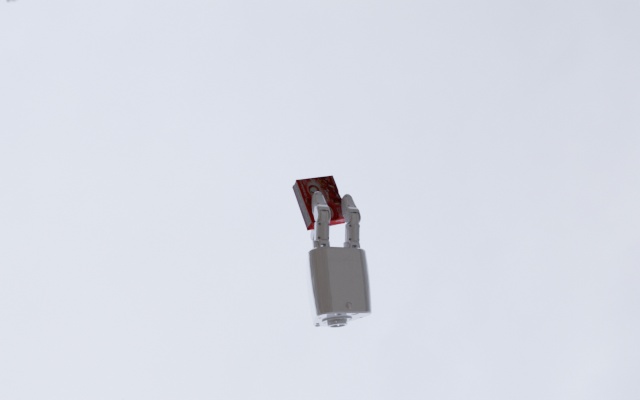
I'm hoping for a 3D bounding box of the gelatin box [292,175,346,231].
[{"bbox_3d":[0.000,0.003,0.824,0.073,0.089,0.030,-9,-25,-27],"label":"gelatin box"}]
